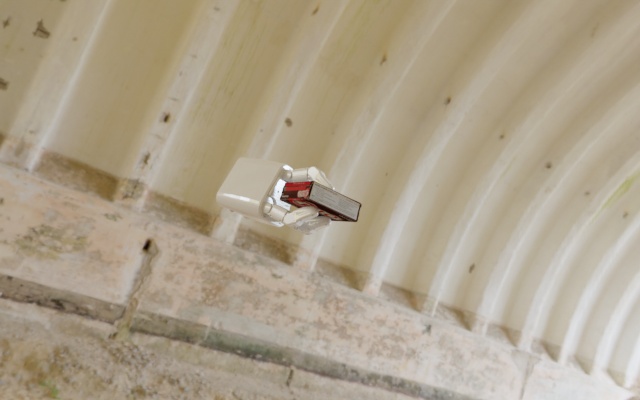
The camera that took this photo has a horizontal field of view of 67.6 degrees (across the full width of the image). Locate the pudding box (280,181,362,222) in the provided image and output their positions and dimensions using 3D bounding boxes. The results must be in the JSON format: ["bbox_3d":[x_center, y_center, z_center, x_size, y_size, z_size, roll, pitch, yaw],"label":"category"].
[{"bbox_3d":[0.000,0.003,0.823,0.113,0.039,0.090,22,-12,-33],"label":"pudding box"}]
